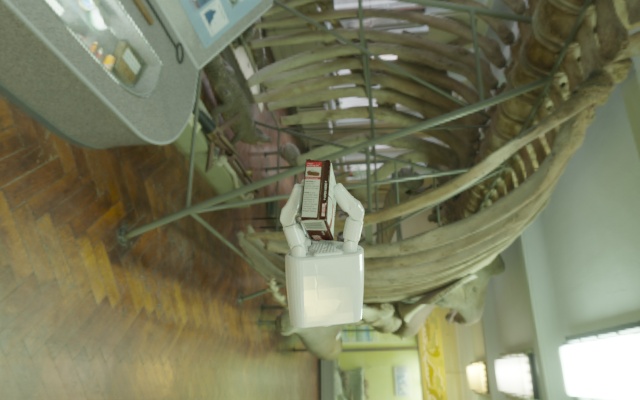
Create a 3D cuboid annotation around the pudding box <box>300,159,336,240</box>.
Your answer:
[{"bbox_3d":[0.000,0.002,0.688,0.039,0.090,0.113,2,-18,6],"label":"pudding box"}]
